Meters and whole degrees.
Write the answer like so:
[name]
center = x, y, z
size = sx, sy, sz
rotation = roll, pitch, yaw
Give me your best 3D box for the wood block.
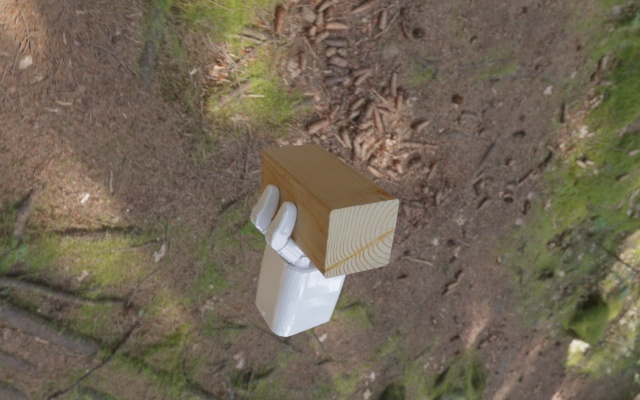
[wood block]
center = 0.000, 0.002, 0.617
size = 0.091, 0.090, 0.206
rotation = -8, 28, -26
